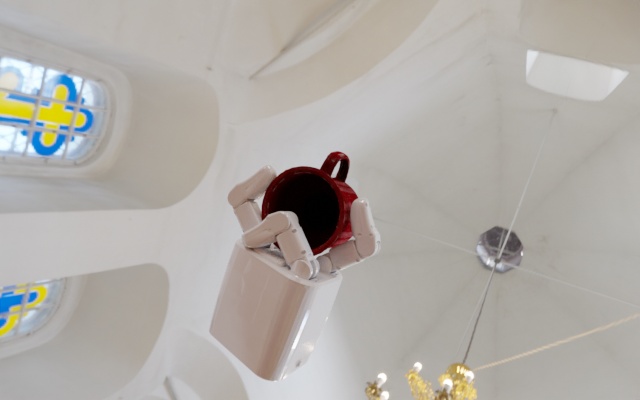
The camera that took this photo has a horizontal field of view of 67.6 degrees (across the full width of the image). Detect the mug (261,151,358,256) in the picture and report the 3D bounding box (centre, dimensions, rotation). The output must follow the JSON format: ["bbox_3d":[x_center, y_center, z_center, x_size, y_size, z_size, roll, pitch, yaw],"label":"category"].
[{"bbox_3d":[0.001,0.000,0.518,0.093,0.117,0.081,25,7,21],"label":"mug"}]
